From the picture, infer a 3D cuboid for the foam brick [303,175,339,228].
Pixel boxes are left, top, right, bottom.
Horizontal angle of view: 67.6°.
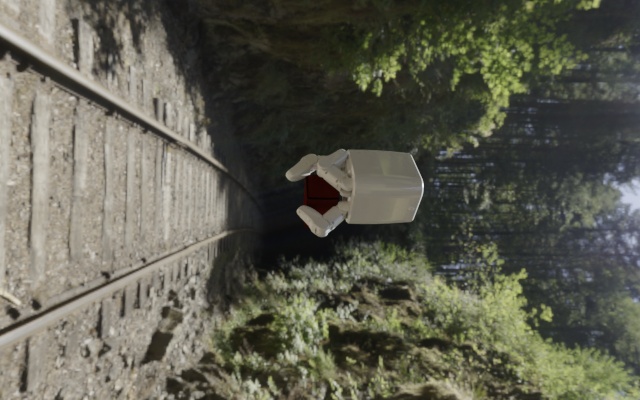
[{"bbox_3d":[0.000,0.003,0.774,0.051,0.053,0.078,0,-39,-6],"label":"foam brick"}]
